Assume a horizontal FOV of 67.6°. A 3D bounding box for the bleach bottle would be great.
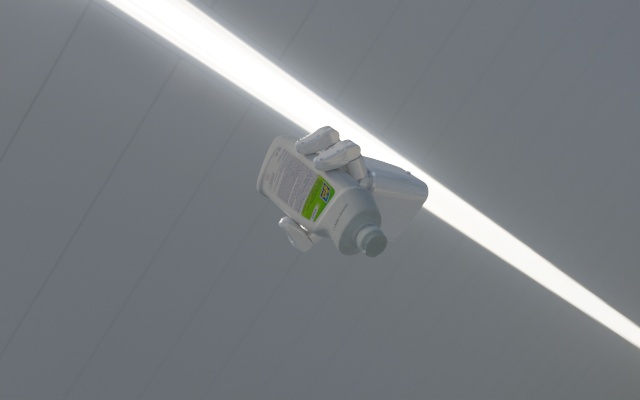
[{"bbox_3d":[0.000,0.002,0.609,0.068,0.102,0.250,10,21,-34],"label":"bleach bottle"}]
